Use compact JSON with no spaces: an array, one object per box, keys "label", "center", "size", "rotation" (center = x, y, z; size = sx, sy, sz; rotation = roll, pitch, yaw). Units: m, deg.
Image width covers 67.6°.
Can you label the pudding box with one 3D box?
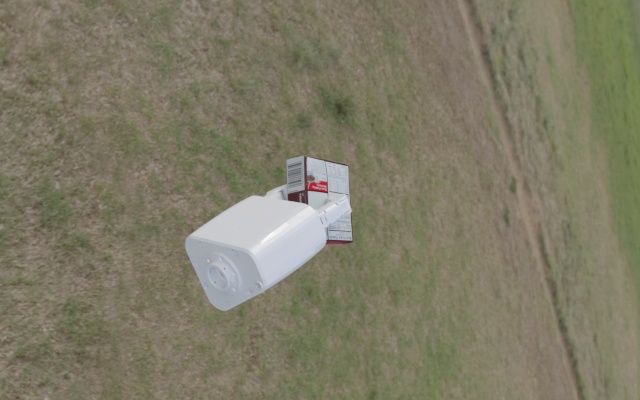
[{"label":"pudding box","center":[0.000,0.002,0.634],"size":[0.039,0.113,0.090],"rotation":[-9,-11,41]}]
